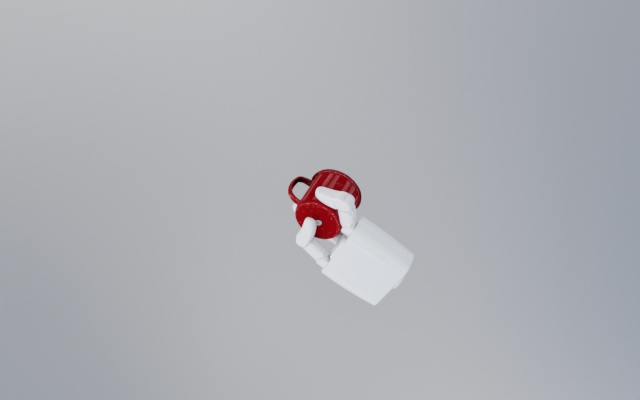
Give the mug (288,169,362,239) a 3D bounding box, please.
[{"bbox_3d":[-0.001,0.002,0.781,0.117,0.081,0.093,33,-43,0],"label":"mug"}]
